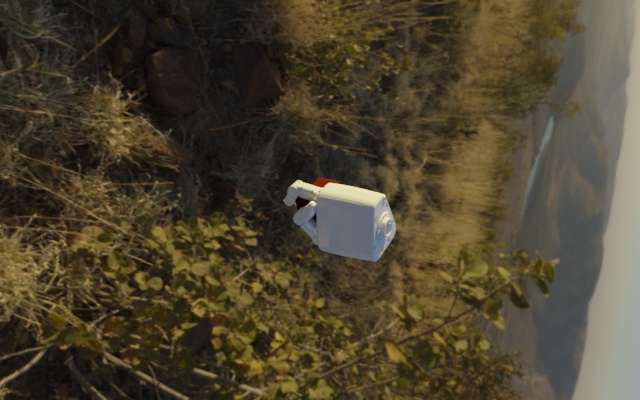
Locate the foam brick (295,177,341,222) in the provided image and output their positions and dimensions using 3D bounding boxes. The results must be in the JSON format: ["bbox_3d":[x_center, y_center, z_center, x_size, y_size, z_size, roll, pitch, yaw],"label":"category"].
[{"bbox_3d":[0.000,0.003,0.857,0.051,0.053,0.078,11,41,31],"label":"foam brick"}]
